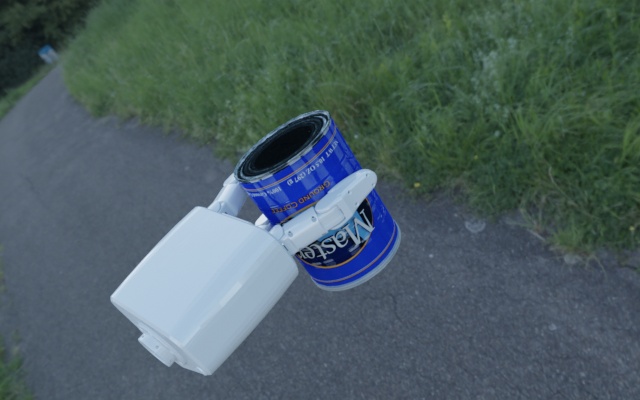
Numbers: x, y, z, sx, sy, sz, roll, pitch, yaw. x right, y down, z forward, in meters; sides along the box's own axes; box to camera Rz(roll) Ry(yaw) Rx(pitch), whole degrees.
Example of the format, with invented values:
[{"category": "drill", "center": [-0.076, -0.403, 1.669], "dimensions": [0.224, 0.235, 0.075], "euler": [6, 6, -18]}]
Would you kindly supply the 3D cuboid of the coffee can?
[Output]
[{"category": "coffee can", "center": [0.000, 0.001, 0.455], "dimensions": [0.103, 0.140, 0.102], "euler": [-27, 26, 15]}]
